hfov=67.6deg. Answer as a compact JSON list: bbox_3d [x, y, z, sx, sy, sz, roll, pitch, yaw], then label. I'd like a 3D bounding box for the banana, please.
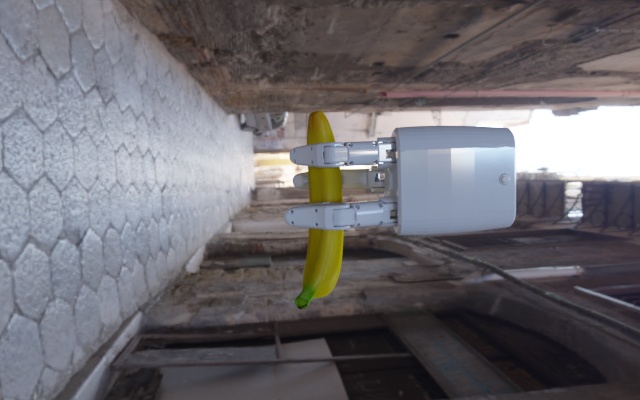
[{"bbox_3d":[0.003,0.011,0.478,0.037,0.197,0.070,-1,-18,10],"label":"banana"}]
